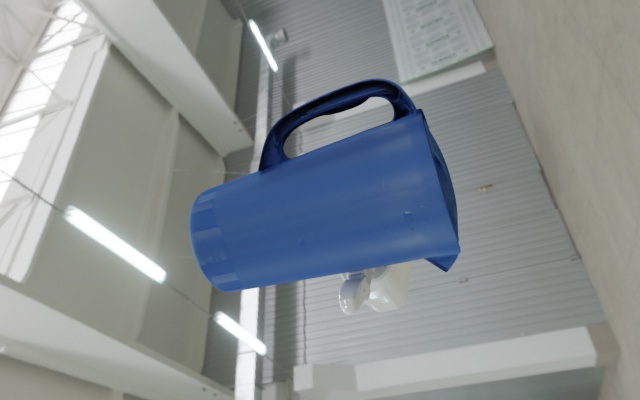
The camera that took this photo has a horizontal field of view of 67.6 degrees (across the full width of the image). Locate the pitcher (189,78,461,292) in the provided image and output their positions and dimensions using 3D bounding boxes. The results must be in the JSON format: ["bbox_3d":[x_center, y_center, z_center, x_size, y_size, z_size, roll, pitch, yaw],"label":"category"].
[{"bbox_3d":[0.000,0.002,0.456,0.243,0.149,0.145,-15,-33,16],"label":"pitcher"}]
